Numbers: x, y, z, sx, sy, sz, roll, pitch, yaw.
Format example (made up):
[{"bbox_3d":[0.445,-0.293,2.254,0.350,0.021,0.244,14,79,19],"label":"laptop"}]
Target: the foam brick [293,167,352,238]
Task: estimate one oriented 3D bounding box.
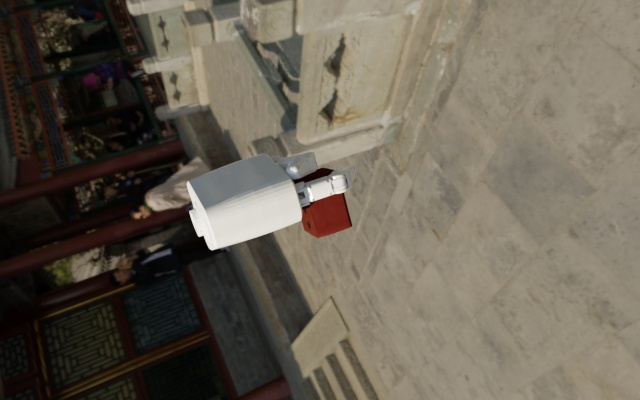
[{"bbox_3d":[0.000,0.002,0.622,0.051,0.078,0.053,-20,16,-19],"label":"foam brick"}]
